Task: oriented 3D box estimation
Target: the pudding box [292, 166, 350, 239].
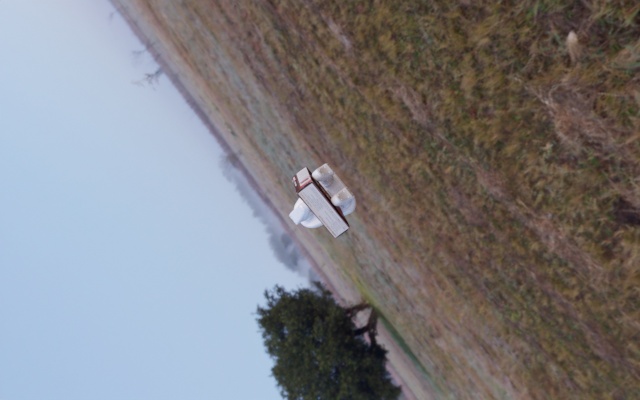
[{"bbox_3d":[0.000,0.003,0.836,0.039,0.113,0.090,-40,21,6],"label":"pudding box"}]
